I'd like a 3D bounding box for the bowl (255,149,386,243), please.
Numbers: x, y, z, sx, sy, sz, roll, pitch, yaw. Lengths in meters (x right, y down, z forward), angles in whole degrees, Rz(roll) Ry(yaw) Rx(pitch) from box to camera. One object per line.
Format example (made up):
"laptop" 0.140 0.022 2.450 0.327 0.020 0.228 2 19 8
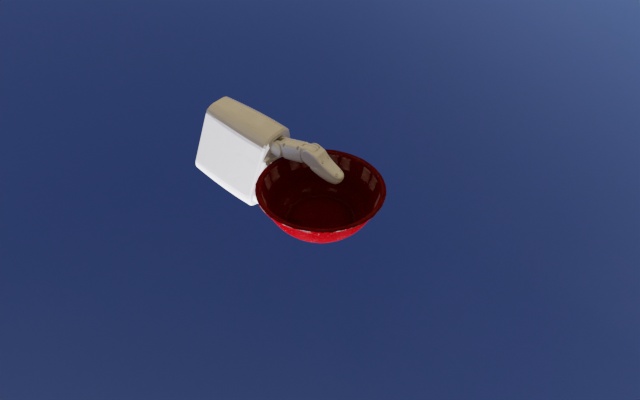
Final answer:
"bowl" 0.001 0.003 0.603 0.162 0.055 0.162 0 40 0
